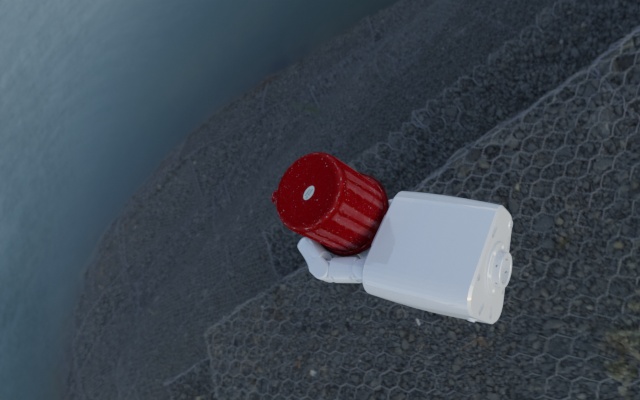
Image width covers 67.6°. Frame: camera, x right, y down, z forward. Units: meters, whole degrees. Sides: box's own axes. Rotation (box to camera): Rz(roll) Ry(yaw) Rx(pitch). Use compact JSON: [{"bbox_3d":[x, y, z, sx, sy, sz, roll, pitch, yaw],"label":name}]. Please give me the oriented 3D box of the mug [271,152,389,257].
[{"bbox_3d":[-0.001,0.001,0.488,0.117,0.093,0.081,5,-15,37],"label":"mug"}]
